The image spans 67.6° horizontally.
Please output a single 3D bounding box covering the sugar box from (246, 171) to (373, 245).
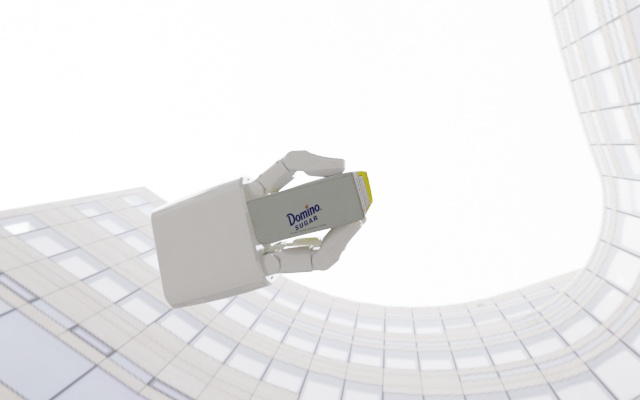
[{"bbox_3d":[0.000,0.002,0.464,0.093,0.048,0.176,-15,4,10],"label":"sugar box"}]
